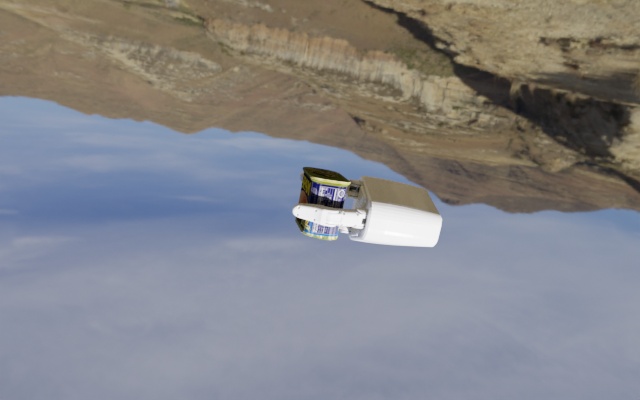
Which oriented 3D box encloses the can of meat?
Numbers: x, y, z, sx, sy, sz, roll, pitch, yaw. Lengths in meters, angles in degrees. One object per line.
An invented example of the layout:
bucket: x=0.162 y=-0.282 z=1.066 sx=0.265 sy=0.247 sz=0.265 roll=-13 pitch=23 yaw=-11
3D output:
can of meat: x=0.000 y=0.003 z=0.687 sx=0.057 sy=0.084 sz=0.102 roll=8 pitch=11 yaw=-13
